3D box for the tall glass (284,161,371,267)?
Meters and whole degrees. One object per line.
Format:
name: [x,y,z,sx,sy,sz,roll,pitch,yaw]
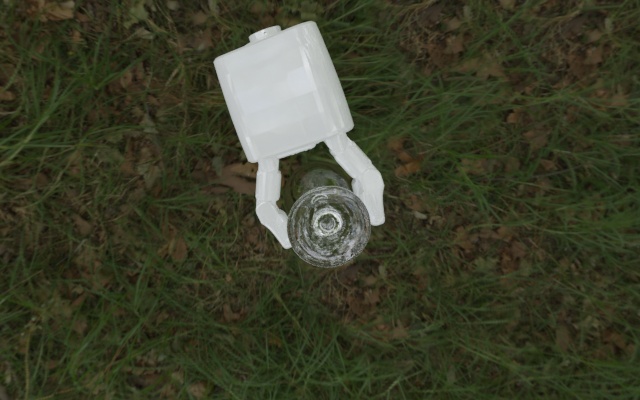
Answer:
tall glass: [0.000,0.002,0.513,0.079,0.079,0.201,0,12,-4]
